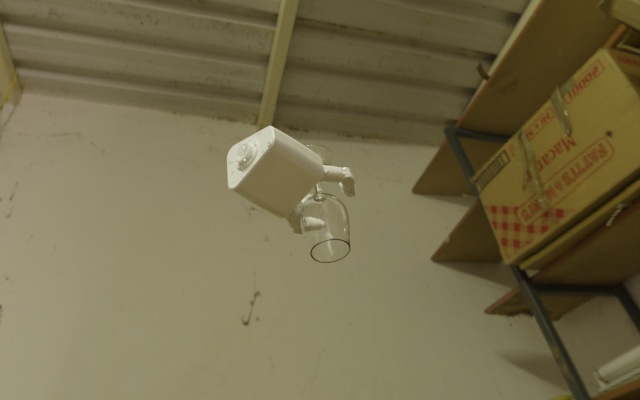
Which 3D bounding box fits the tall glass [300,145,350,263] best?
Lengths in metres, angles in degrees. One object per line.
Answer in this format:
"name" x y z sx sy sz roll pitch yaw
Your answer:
"tall glass" 0.000 0.002 0.783 0.079 0.200 0.079 -7 -40 -6
